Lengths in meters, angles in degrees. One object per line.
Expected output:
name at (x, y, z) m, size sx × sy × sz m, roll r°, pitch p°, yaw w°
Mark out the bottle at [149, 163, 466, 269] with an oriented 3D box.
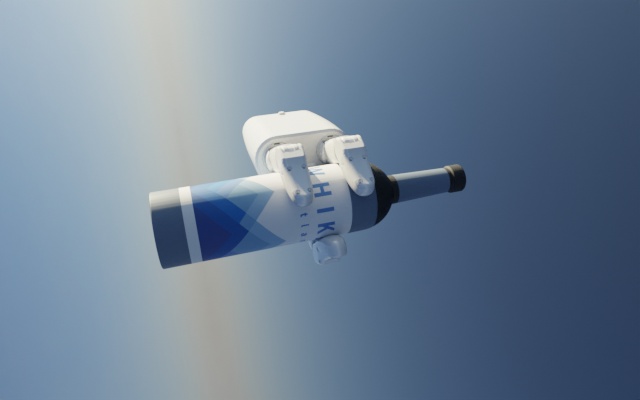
bottle at (0.000, 0.002, 0.445) m, size 0.295 × 0.069 × 0.069 m, roll -10°, pitch 3°, yaw -15°
